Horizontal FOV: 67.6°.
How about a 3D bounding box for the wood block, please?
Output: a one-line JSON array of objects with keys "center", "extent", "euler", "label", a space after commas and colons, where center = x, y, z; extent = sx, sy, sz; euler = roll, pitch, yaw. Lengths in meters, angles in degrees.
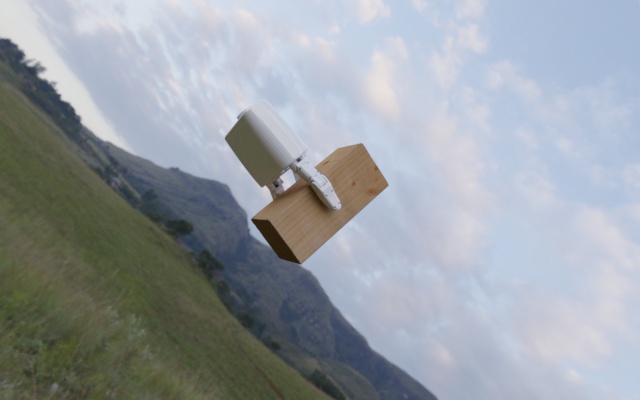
[{"center": [0.000, 0.002, 0.793], "extent": [0.206, 0.090, 0.091], "euler": [-40, 17, -21], "label": "wood block"}]
